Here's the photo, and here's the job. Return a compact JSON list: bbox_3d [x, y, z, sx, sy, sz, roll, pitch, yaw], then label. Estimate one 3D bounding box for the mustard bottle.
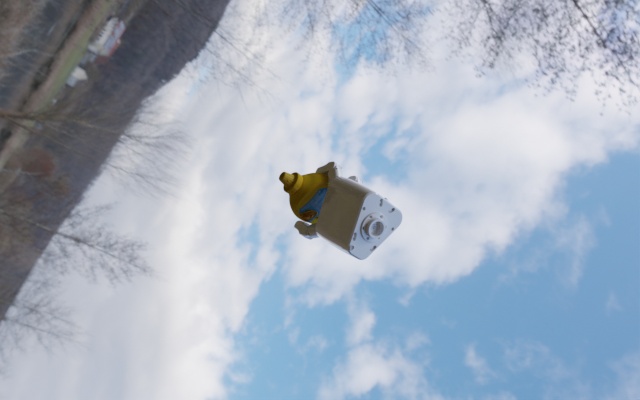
[{"bbox_3d":[0.000,0.003,0.883,0.192,0.096,0.058,34,22,-32],"label":"mustard bottle"}]
